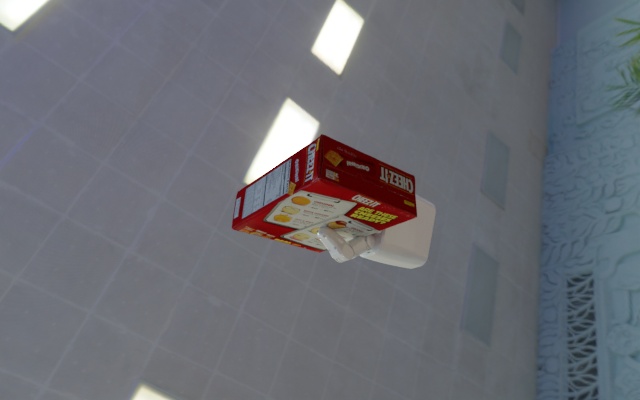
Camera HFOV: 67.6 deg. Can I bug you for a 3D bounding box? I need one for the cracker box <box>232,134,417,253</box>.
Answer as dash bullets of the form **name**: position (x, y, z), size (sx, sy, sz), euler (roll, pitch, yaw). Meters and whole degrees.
- **cracker box**: position (0.000, 0.002, 0.668), size (0.164, 0.072, 0.214), euler (19, -30, -32)
